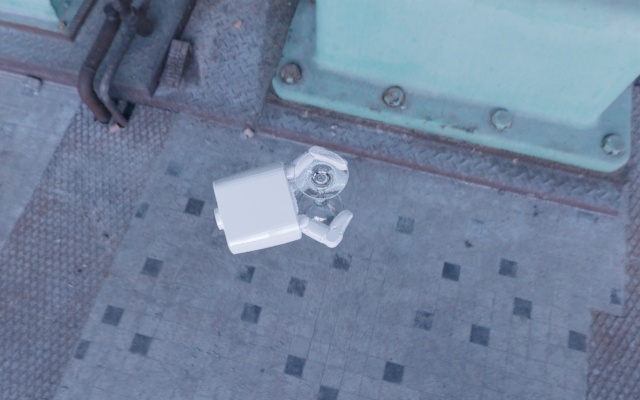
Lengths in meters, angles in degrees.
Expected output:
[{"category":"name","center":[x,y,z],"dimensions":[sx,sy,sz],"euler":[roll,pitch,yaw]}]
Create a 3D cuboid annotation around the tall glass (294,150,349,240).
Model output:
[{"category":"tall glass","center":[0.000,0.002,0.734],"dimensions":[0.079,0.079,0.201],"euler":[0,-22,0]}]
